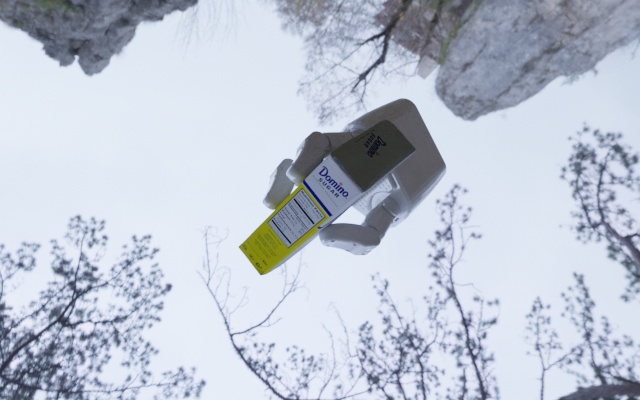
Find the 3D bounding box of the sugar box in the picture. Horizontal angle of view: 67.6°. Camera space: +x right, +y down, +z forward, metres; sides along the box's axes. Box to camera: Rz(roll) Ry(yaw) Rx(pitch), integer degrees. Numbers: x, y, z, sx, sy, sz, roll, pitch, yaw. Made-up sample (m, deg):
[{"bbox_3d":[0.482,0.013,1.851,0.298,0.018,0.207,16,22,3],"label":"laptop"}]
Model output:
[{"bbox_3d":[0.000,0.001,0.444,0.093,0.048,0.176,-36,-7,-45],"label":"sugar box"}]
